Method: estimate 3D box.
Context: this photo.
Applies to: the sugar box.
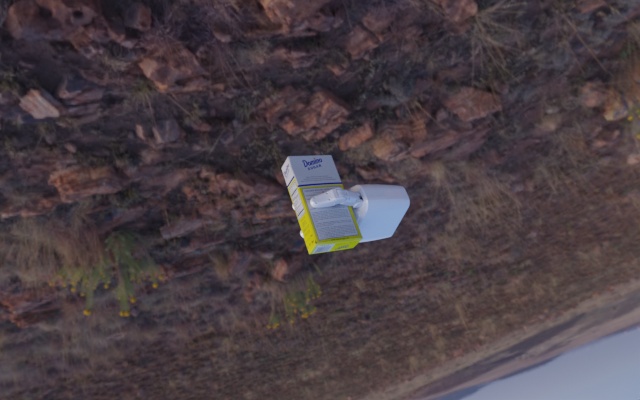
[{"bbox_3d":[0.000,0.003,0.846,0.093,0.176,0.048,-4,-31,-29],"label":"sugar box"}]
